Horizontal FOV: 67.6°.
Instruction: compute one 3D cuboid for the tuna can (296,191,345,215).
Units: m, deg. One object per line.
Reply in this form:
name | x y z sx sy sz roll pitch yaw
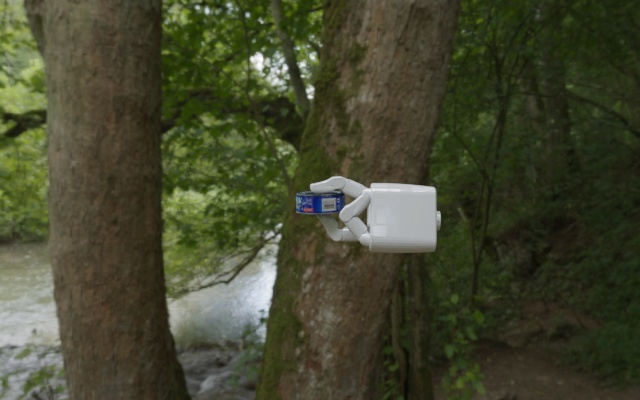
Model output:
tuna can | 0.000 0.002 0.828 0.086 0.034 0.086 -2 6 0
